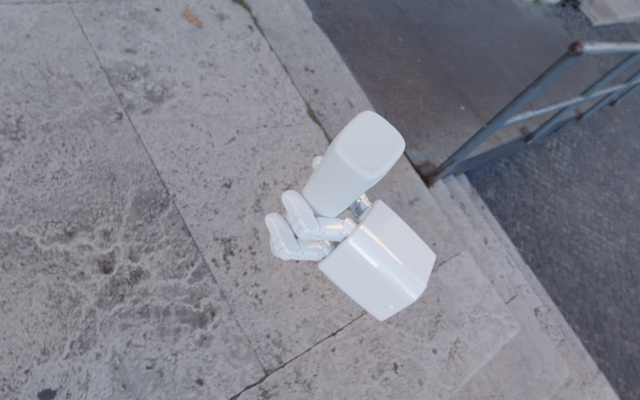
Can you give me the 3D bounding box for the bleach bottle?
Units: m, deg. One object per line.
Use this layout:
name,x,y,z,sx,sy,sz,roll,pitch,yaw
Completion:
bleach bottle,0.000,0.002,0.603,0.102,0.068,0.251,-47,-1,-42
